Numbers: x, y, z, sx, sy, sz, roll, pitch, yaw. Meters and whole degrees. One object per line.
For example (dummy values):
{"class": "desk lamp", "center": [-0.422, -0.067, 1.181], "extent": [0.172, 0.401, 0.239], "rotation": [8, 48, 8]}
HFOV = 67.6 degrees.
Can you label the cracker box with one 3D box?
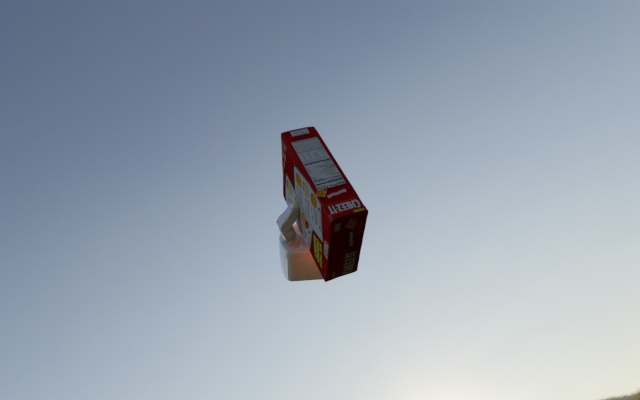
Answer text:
{"class": "cracker box", "center": [0.000, 0.003, 0.816], "extent": [0.072, 0.213, 0.164], "rotation": [-17, -39, -17]}
